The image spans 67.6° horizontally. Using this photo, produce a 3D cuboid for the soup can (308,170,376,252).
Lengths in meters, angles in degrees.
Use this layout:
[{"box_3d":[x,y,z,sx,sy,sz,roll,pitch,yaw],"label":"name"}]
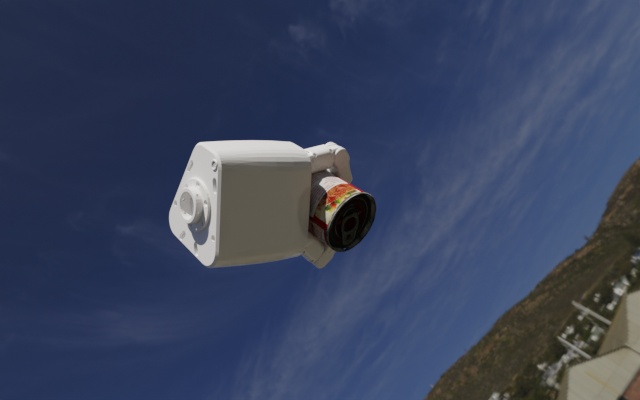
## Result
[{"box_3d":[0.000,0.001,0.517,0.068,0.068,0.102,0,25,-46],"label":"soup can"}]
